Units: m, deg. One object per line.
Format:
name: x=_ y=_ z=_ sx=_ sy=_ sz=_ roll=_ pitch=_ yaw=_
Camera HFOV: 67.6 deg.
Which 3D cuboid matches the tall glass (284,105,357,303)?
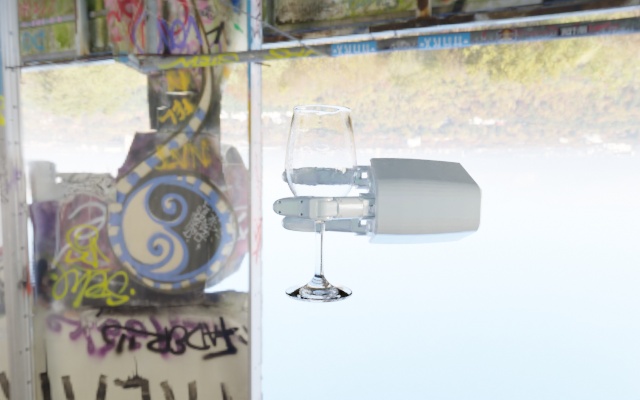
tall glass: x=0.000 y=0.002 z=0.513 sx=0.079 sy=0.201 sz=0.079 roll=1 pitch=5 yaw=0
